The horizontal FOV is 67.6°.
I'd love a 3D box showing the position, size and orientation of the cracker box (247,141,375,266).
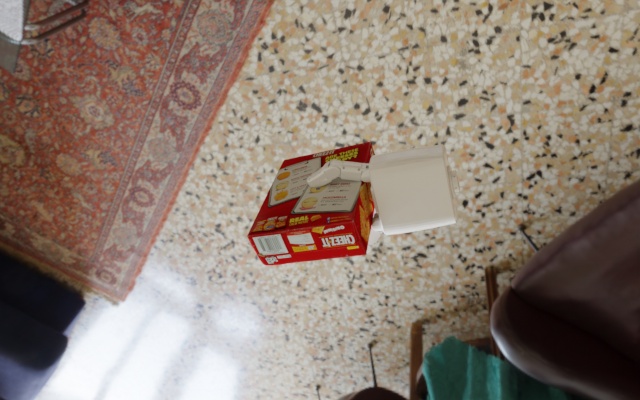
[{"bbox_3d":[0.000,0.002,0.749,0.164,0.072,0.213,-9,33,20],"label":"cracker box"}]
